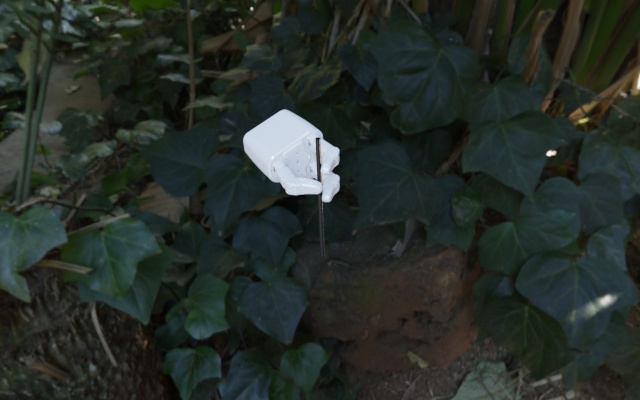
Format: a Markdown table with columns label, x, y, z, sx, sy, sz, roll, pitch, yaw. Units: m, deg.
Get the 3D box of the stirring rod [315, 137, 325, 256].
| label | x | y | z | sx | sy | sz | roll | pitch | yaw |
| --- | --- | --- | --- | --- | --- | --- | --- | --- | --- |
| stirring rod | 0.000 | 0.003 | 0.785 | 0.011 | 0.240 | 0.011 | -2 | 38 | 1 |
